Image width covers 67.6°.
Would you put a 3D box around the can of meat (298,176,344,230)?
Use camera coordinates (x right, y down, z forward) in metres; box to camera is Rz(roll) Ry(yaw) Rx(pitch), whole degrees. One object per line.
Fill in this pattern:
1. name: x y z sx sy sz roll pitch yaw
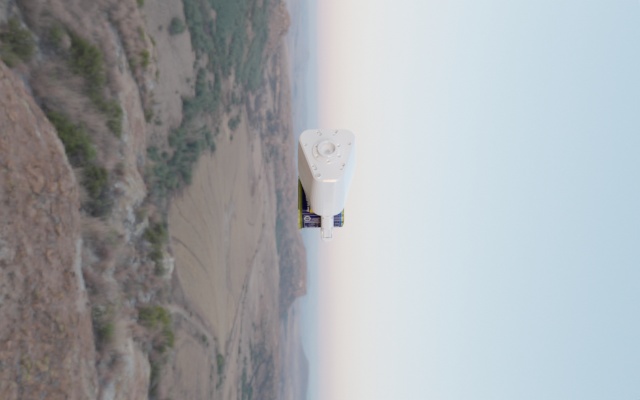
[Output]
1. can of meat: 0.000 0.003 0.893 0.084 0.102 0.057 -1 -33 -1
